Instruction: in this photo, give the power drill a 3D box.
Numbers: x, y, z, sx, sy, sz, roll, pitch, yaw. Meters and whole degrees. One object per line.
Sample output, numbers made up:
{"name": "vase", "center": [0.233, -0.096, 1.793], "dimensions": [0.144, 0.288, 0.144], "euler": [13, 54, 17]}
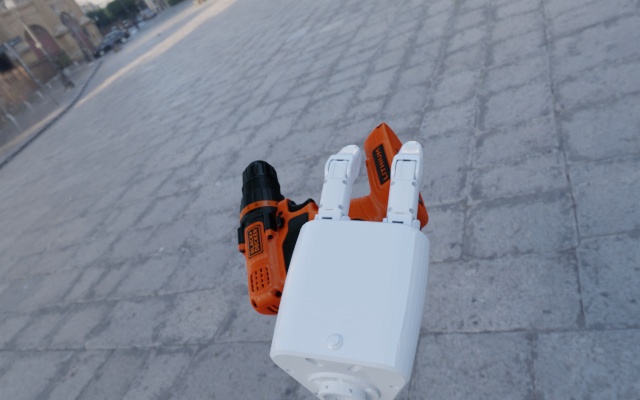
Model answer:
{"name": "power drill", "center": [0.000, 0.002, 0.474], "dimensions": [0.188, 0.184, 0.057], "euler": [-28, -39, 21]}
